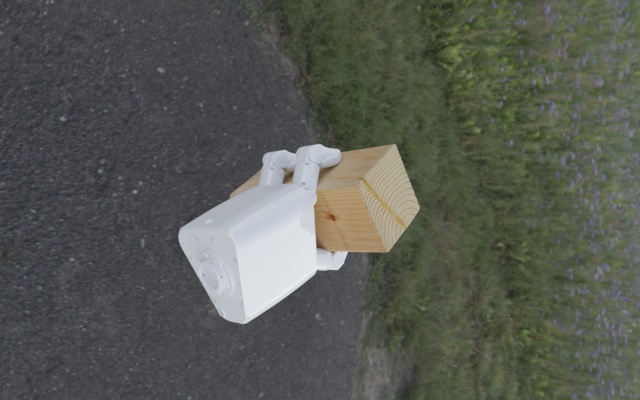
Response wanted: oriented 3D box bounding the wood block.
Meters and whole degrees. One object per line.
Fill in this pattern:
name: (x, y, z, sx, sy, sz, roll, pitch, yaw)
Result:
wood block: (0.000, 0.002, 0.585, 0.206, 0.091, 0.090, -4, 31, 41)
